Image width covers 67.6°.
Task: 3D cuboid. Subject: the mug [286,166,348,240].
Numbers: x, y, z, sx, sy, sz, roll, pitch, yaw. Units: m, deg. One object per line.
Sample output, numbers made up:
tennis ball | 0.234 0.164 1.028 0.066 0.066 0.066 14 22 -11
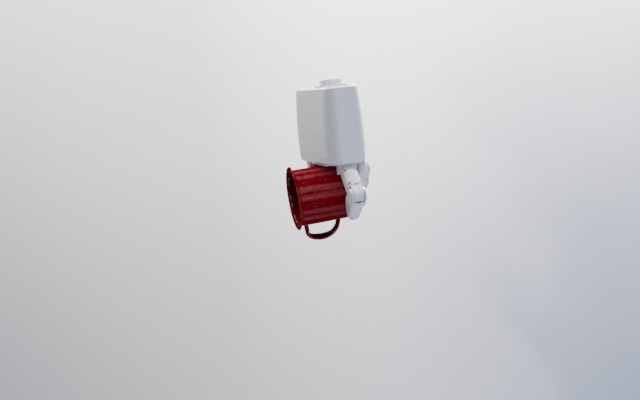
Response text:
mug | 0.000 0.004 0.702 0.081 0.117 0.093 -10 17 -12
